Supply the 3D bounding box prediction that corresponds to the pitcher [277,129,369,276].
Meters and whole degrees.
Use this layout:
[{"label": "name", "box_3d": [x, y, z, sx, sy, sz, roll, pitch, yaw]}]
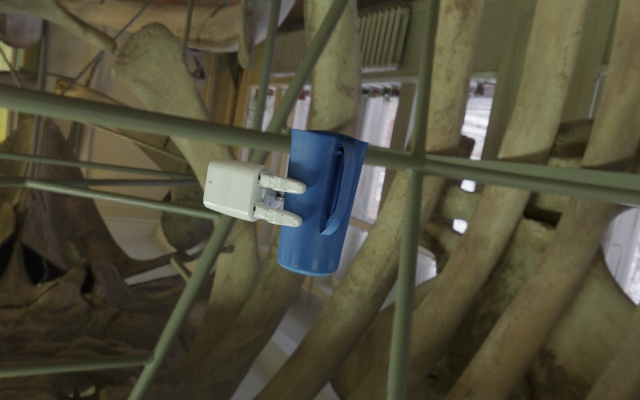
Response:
[{"label": "pitcher", "box_3d": [0.000, 0.003, 0.816, 0.145, 0.243, 0.149, 12, 7, 22]}]
